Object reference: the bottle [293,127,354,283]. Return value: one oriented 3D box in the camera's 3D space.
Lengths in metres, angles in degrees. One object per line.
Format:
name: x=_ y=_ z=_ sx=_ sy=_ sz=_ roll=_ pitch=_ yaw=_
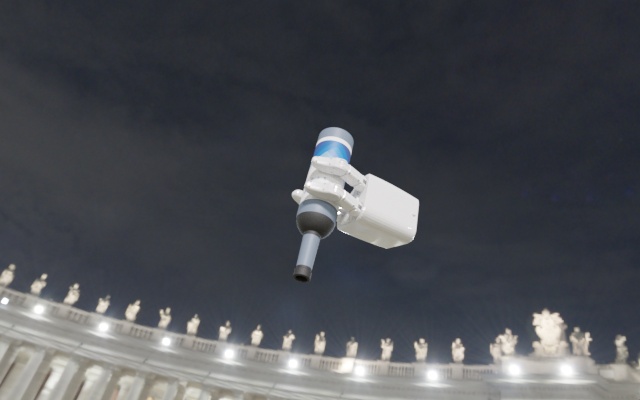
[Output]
bottle: x=0.000 y=0.002 z=0.811 sx=0.069 sy=0.295 sz=0.069 roll=9 pitch=-36 yaw=7
